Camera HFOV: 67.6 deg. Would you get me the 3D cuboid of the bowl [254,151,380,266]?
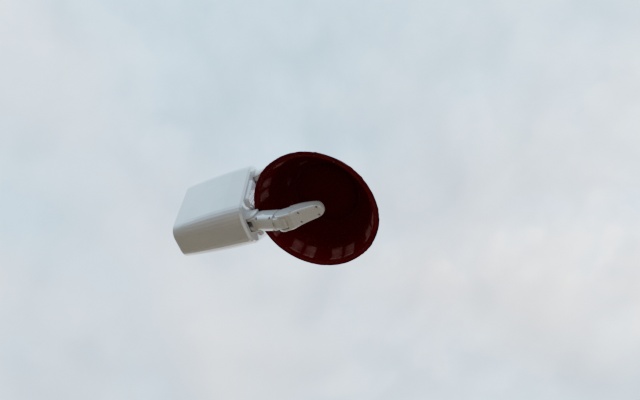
[{"bbox_3d":[0.002,0.002,0.605,0.162,0.162,0.055,0,29,21],"label":"bowl"}]
